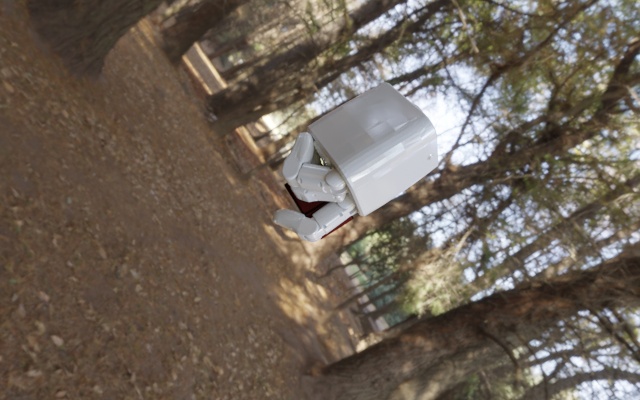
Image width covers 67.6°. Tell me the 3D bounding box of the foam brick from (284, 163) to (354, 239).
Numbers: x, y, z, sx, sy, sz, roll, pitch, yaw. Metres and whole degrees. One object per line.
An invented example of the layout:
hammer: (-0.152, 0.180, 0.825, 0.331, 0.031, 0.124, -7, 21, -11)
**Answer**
foam brick: (0.000, 0.002, 0.575, 0.051, 0.053, 0.078, -33, -28, -1)
